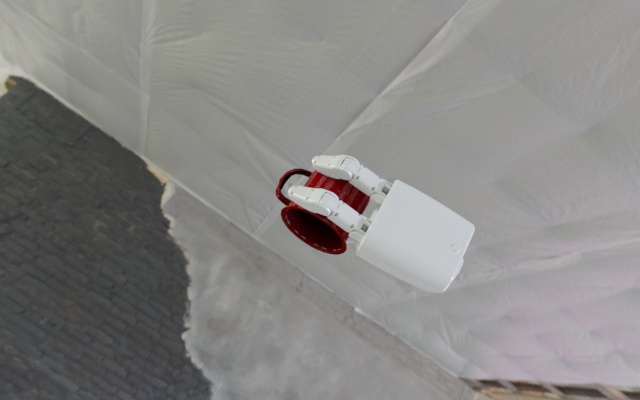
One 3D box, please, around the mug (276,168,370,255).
[{"bbox_3d":[-0.001,0.001,0.601,0.117,0.081,0.093,31,-26,5],"label":"mug"}]
